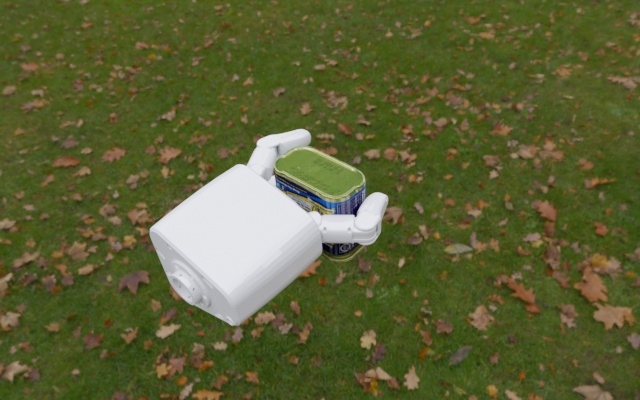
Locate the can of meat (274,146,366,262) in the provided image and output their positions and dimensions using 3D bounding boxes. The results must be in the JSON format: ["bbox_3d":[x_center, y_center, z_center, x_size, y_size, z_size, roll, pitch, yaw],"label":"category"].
[{"bbox_3d":[0.000,0.001,0.492,0.102,0.084,0.057,28,51,33],"label":"can of meat"}]
